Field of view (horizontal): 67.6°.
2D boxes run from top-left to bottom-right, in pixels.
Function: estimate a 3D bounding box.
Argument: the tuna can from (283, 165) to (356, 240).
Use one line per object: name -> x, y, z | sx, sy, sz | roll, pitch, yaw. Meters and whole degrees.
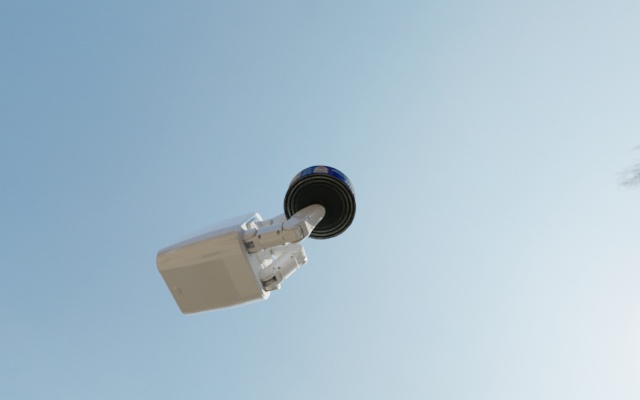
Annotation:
tuna can -> 0.000, 0.002, 0.573 | 0.086, 0.086, 0.033 | 0, 24, 4
